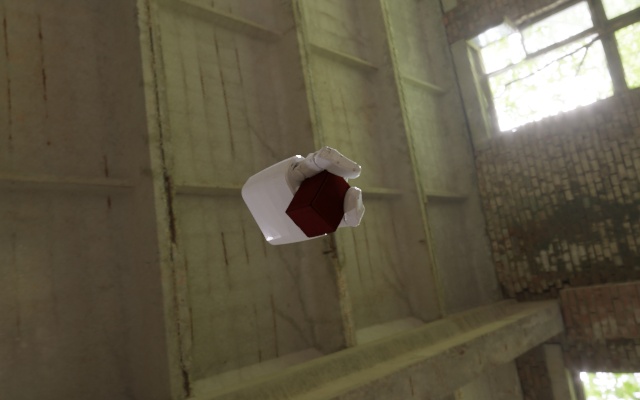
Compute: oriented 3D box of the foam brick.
[{"bbox_3d":[0.000,0.002,0.631,0.051,0.053,0.078,-17,33,41],"label":"foam brick"}]
